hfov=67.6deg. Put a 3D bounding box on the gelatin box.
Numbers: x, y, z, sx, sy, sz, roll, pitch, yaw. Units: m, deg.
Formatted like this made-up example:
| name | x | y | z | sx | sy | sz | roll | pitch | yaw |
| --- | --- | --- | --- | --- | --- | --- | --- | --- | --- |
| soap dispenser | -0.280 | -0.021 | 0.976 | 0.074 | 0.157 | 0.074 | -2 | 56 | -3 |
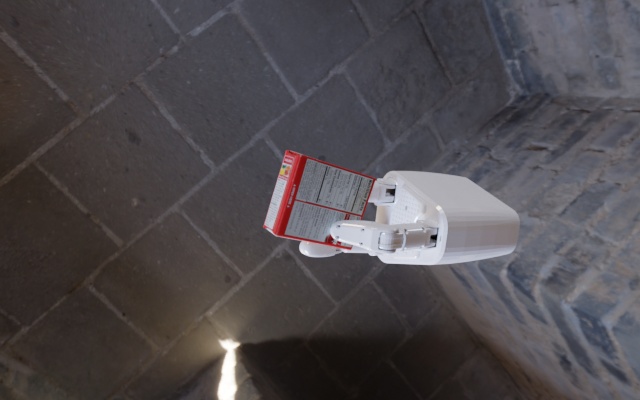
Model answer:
| name | x | y | z | sx | sy | sz | roll | pitch | yaw |
| --- | --- | --- | --- | --- | --- | --- | --- | --- | --- |
| gelatin box | 0.000 | 0.001 | 0.436 | 0.089 | 0.073 | 0.030 | 14 | 5 | -35 |
